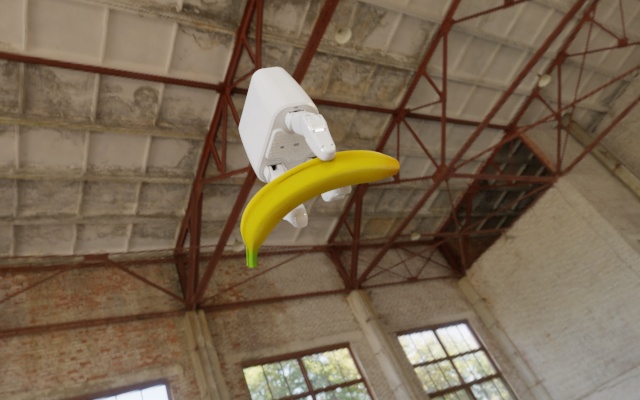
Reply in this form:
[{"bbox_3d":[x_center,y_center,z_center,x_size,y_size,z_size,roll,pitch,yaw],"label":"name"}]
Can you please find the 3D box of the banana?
[{"bbox_3d":[-0.010,-0.009,0.504,0.198,0.070,0.037,-32,39,-2],"label":"banana"}]
